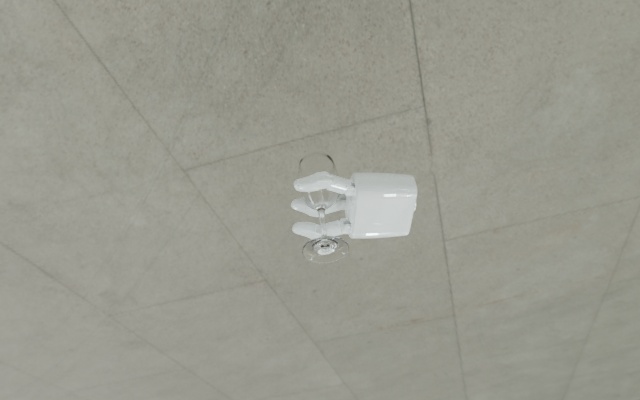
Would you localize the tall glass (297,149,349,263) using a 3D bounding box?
[{"bbox_3d":[0.000,0.003,0.815,0.079,0.200,0.079,-4,-40,-3],"label":"tall glass"}]
